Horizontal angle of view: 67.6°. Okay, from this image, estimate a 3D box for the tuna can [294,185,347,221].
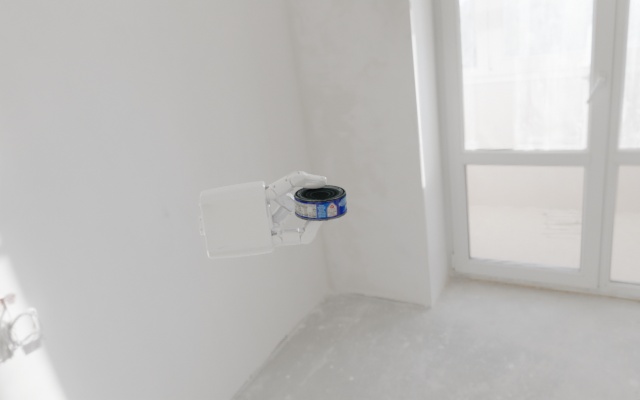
[{"bbox_3d":[0.000,0.002,0.771,0.086,0.034,0.086,-3,19,1],"label":"tuna can"}]
